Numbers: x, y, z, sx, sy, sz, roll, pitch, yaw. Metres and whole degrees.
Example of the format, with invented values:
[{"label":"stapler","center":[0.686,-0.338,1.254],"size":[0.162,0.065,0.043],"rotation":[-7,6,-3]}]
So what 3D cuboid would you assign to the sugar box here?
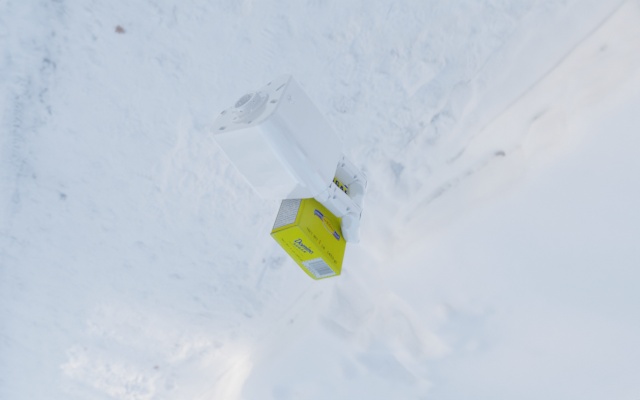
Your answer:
[{"label":"sugar box","center":[0.000,0.002,0.596],"size":[0.048,0.176,0.093],"rotation":[-17,-52,31]}]
